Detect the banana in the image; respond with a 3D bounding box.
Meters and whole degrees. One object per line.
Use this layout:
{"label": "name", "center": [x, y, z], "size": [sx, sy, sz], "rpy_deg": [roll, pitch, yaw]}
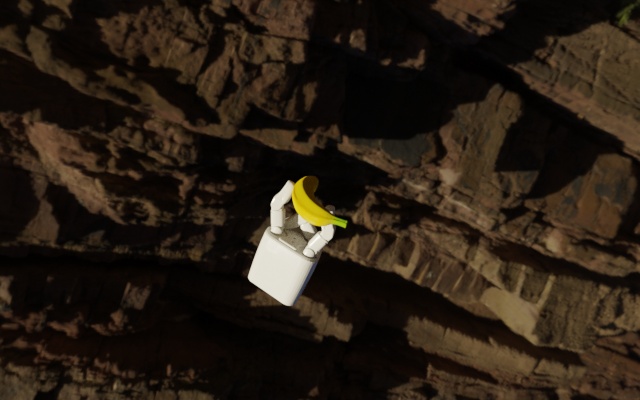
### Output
{"label": "banana", "center": [-0.016, -0.001, 0.813], "size": [0.069, 0.037, 0.197], "rpy_deg": [16, 20, -22]}
